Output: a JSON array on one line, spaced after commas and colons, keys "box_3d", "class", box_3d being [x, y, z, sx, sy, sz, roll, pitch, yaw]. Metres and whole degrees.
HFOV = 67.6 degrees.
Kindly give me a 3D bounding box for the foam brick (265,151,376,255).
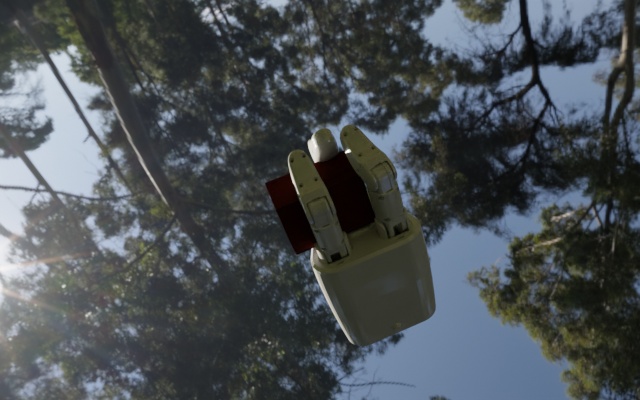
[{"box_3d": [0.000, 0.001, 0.414, 0.078, 0.051, 0.053, -22, 31, -3], "class": "foam brick"}]
